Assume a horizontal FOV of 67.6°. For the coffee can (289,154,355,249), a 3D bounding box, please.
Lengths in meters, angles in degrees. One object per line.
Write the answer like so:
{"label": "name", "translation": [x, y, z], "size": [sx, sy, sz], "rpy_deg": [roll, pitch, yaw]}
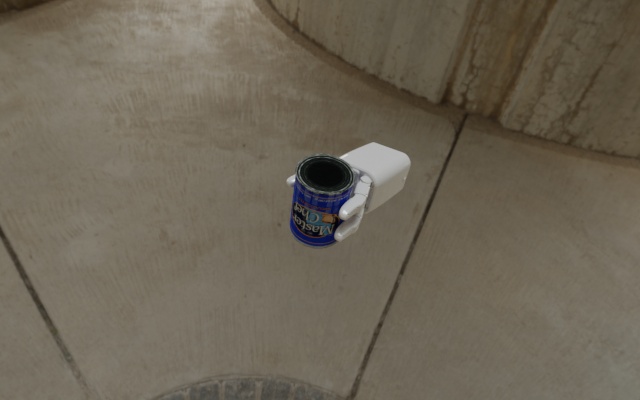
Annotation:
{"label": "coffee can", "translation": [0.000, 0.003, 0.853], "size": [0.103, 0.102, 0.140], "rpy_deg": [5, -45, -5]}
